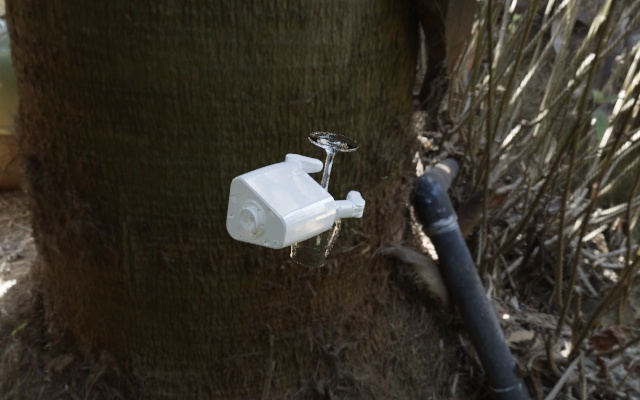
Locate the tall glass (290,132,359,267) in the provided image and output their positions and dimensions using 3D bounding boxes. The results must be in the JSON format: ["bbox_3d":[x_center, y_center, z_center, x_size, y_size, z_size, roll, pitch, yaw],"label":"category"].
[{"bbox_3d":[0.000,0.002,0.731,0.079,0.201,0.079,10,25,-4],"label":"tall glass"}]
